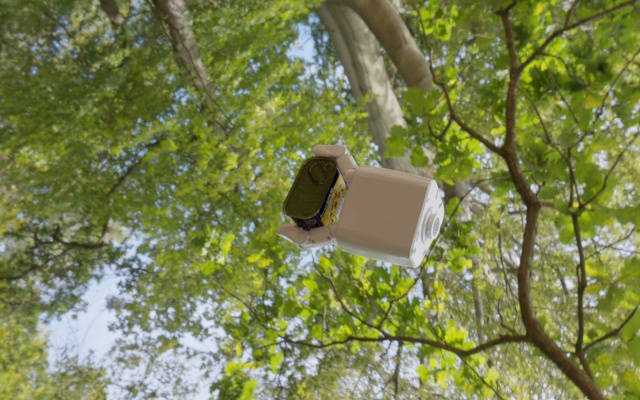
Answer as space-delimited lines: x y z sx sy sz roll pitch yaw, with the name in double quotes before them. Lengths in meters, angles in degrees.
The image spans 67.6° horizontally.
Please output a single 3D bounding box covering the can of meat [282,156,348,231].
"can of meat" 0.000 0.002 0.686 0.057 0.102 0.084 8 -29 29
